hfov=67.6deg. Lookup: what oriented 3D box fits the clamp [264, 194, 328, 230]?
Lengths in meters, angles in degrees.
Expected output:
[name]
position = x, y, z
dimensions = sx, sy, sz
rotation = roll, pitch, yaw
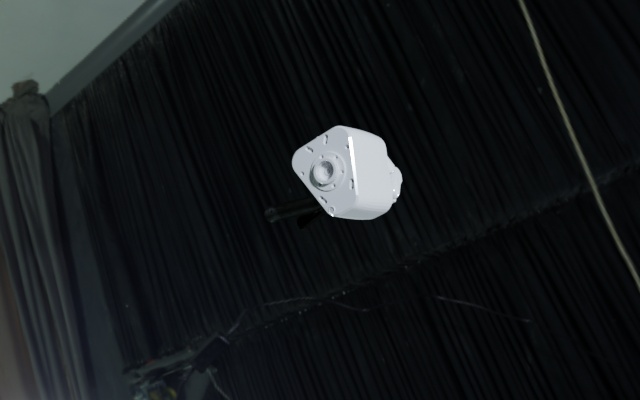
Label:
[clamp]
position = 0.001, 0.003, 0.738
dimensions = 0.171, 0.039, 0.120
rotation = -29, -16, 27
